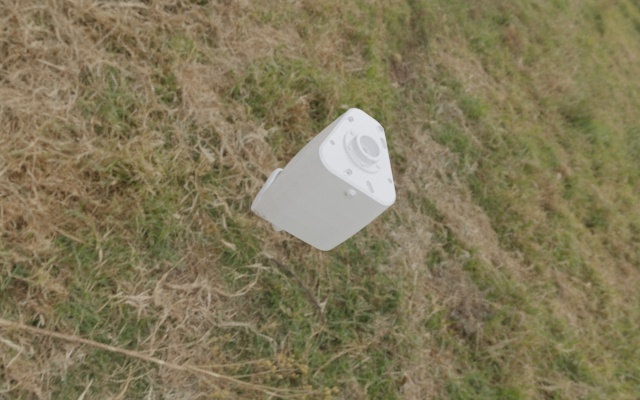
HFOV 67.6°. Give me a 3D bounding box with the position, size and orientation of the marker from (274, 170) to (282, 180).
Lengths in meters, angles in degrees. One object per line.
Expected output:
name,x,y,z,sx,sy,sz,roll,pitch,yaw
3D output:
marker,0.000,0.002,0.558,0.121,0.020,0.020,30,-12,-21
